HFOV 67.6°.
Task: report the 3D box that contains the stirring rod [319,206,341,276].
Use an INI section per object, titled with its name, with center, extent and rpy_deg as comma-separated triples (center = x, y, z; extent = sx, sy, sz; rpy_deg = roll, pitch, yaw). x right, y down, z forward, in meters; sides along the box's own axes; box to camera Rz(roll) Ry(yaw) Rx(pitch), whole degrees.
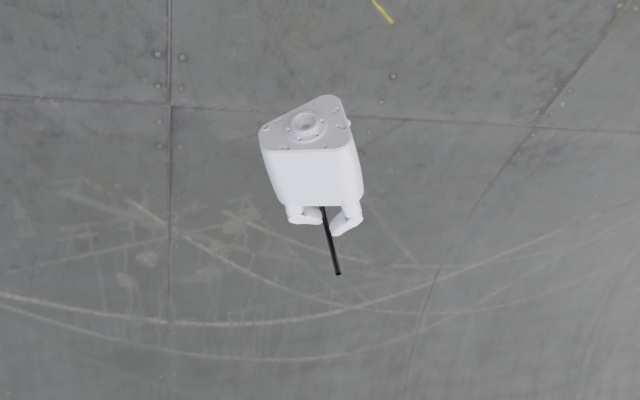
[stirring rod]
center = 0.000, 0.002, 0.701
extent = 0.011, 0.239, 0.011
rpy_deg = -9, -36, -7
